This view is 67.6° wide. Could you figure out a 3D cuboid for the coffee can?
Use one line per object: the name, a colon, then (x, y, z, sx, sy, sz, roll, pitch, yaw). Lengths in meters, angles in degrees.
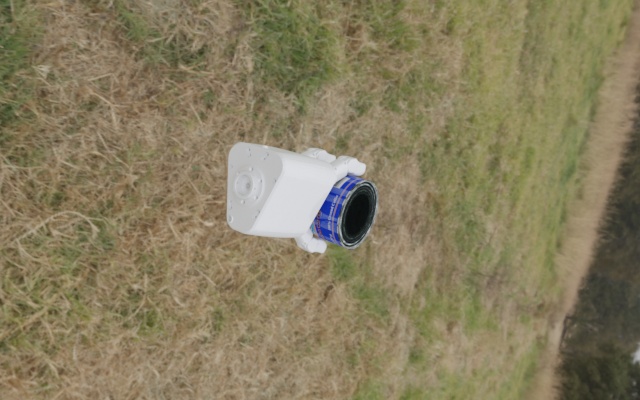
coffee can: (0.000, 0.002, 0.712, 0.140, 0.103, 0.103, 18, 10, 33)
